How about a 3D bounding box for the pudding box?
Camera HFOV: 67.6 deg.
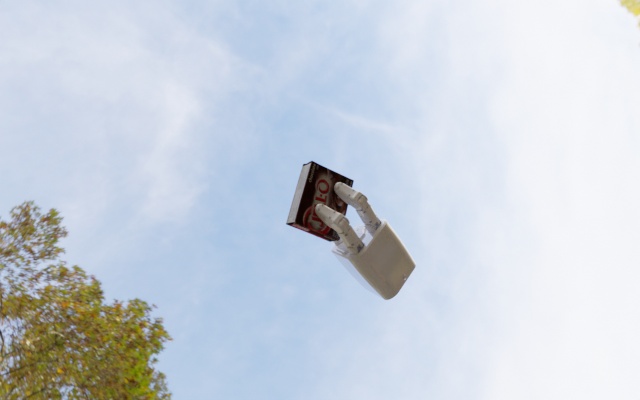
[{"bbox_3d":[0.000,0.003,0.801,0.090,0.113,0.039,23,-20,-29],"label":"pudding box"}]
